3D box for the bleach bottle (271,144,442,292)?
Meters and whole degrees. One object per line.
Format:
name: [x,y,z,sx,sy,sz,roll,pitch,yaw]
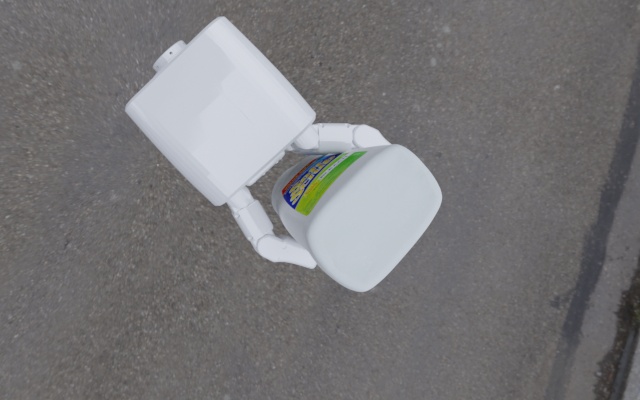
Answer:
bleach bottle: [0.000,0.001,0.428,0.068,0.102,0.251,47,-11,-16]
